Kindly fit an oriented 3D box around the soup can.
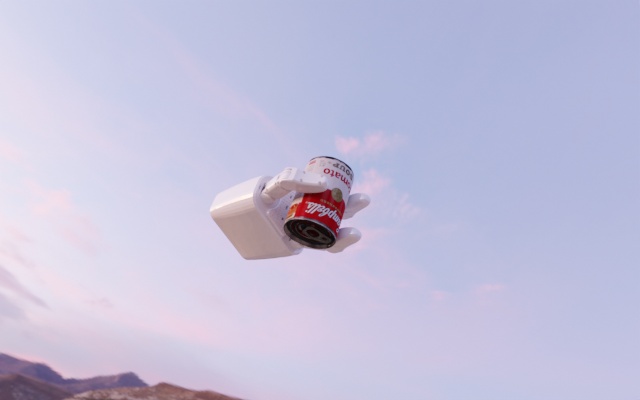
[{"bbox_3d":[0.000,0.002,0.614,0.068,0.102,0.069,13,-33,9],"label":"soup can"}]
